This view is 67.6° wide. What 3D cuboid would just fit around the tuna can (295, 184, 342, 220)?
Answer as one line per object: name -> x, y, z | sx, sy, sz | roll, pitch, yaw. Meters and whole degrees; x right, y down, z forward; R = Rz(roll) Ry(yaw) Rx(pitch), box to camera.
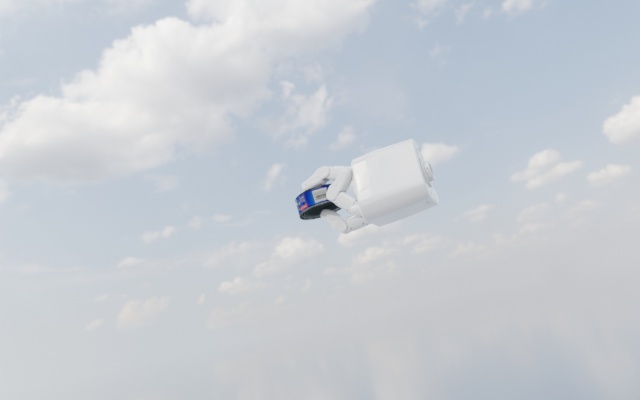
tuna can -> 0.000, 0.002, 0.827 | 0.086, 0.033, 0.086 | -16, -16, -5
